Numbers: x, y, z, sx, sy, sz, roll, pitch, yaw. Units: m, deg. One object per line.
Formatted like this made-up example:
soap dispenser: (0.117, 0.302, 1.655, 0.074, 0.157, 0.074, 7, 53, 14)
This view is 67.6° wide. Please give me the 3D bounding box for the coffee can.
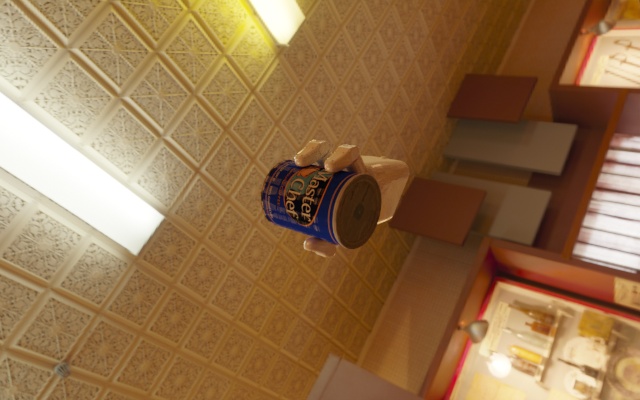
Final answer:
coffee can: (0.000, 0.002, 0.678, 0.140, 0.103, 0.103, 14, 9, 38)
